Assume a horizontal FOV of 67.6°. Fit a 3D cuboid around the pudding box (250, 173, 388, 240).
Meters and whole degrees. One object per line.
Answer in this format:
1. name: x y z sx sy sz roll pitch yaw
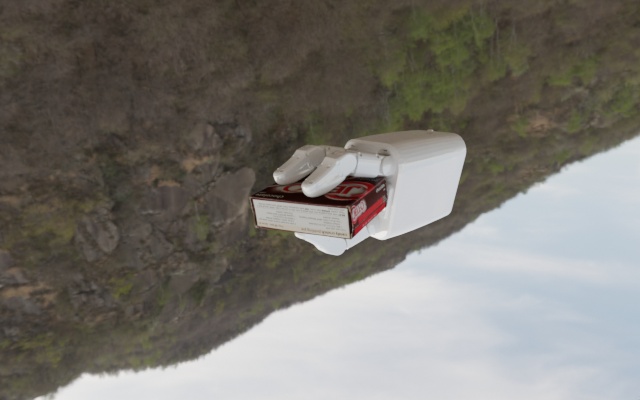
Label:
1. pudding box: 0.000 0.002 0.486 0.113 0.039 0.090 3 20 29
